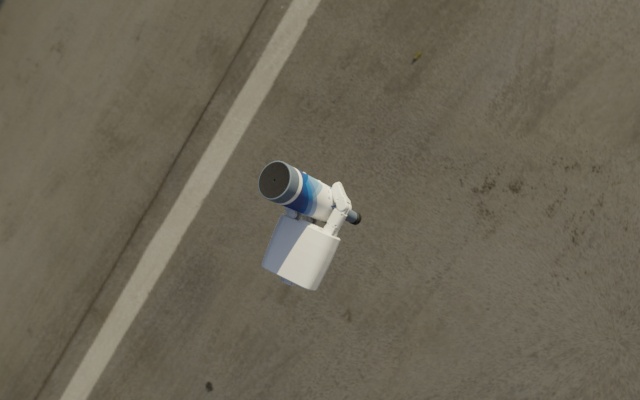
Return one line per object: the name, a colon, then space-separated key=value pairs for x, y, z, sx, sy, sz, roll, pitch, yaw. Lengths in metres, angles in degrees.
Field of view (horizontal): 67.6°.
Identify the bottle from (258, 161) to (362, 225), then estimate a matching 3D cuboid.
bottle: x=0.000 y=0.003 z=0.892 sx=0.069 sy=0.069 sz=0.296 roll=0 pitch=-14 yaw=32
